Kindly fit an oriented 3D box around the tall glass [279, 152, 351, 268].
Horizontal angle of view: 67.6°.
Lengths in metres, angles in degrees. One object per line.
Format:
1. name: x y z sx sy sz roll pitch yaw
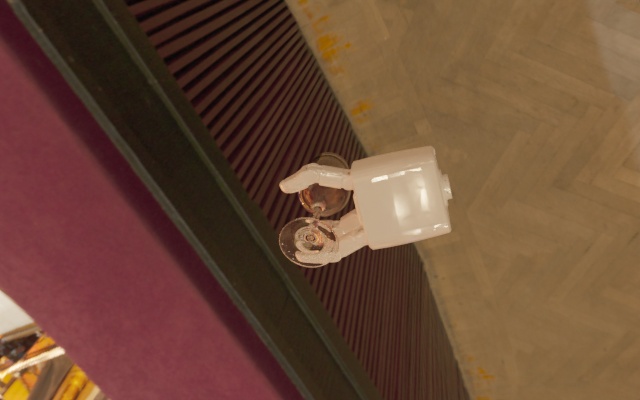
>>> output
1. tall glass: 0.000 0.003 0.666 0.079 0.079 0.201 0 30 9
